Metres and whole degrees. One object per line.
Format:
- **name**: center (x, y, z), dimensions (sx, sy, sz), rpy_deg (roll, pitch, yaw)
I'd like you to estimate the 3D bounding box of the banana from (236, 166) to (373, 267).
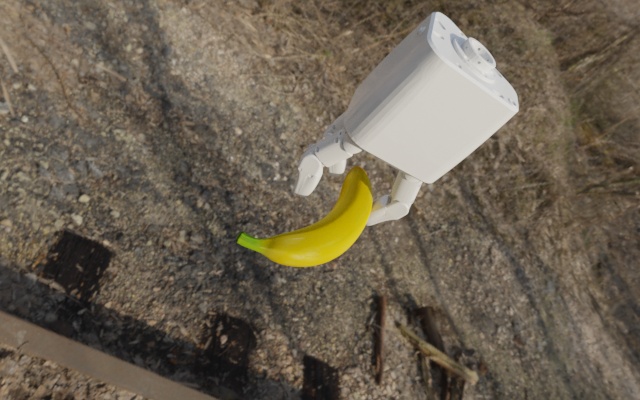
- **banana**: center (0.010, 0.017, 0.471), dimensions (0.197, 0.069, 0.037), rpy_deg (-31, -11, -49)
